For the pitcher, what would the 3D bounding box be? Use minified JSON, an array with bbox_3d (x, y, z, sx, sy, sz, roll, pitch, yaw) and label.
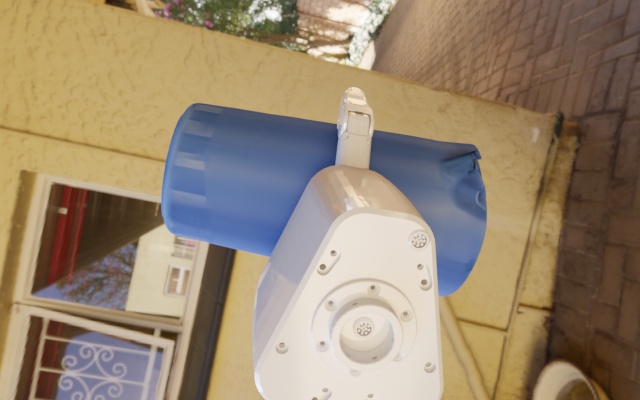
[{"bbox_3d":[0.000,0.001,0.407,0.243,0.149,0.145,11,14,-7],"label":"pitcher"}]
